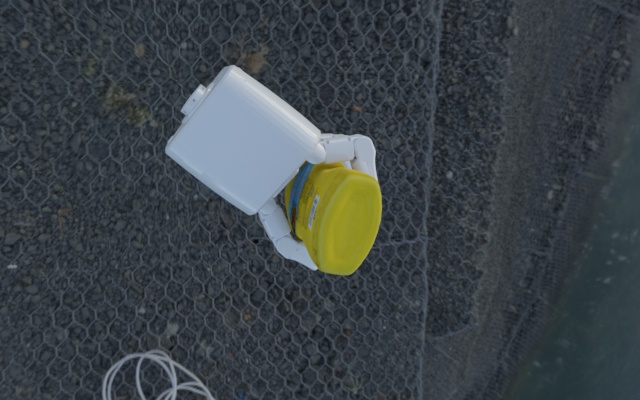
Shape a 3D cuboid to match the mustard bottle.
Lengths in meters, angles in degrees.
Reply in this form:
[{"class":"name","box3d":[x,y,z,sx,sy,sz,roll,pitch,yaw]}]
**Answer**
[{"class":"mustard bottle","box3d":[0.000,0.002,0.510,0.058,0.096,0.191,10,10,-19]}]
